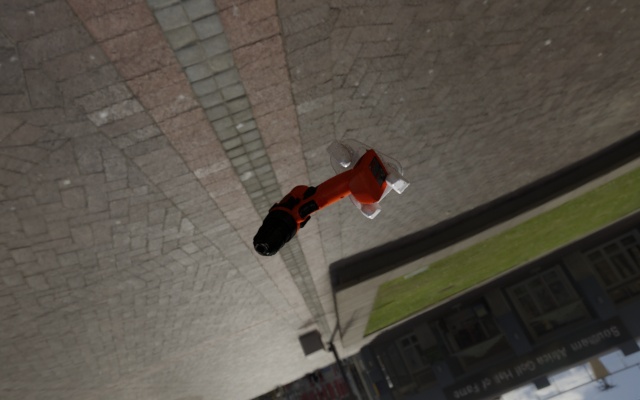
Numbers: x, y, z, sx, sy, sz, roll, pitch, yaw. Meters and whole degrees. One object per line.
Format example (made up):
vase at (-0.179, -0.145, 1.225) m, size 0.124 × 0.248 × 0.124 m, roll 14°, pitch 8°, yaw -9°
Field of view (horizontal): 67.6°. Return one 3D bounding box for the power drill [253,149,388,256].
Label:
power drill at (0.001, 0.002, 0.698) m, size 0.188 × 0.057 × 0.184 m, roll -24°, pitch 17°, yaw 27°
